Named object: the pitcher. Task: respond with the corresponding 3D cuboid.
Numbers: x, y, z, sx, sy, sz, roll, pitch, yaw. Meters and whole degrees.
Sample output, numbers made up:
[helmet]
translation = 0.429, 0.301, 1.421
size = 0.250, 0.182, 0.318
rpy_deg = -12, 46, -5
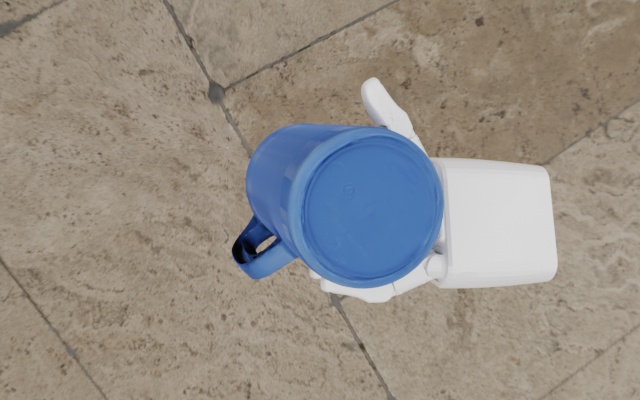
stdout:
[pitcher]
translation = 0.000, 0.001, 0.420
size = 0.145, 0.149, 0.243
rpy_deg = 3, 6, -12
